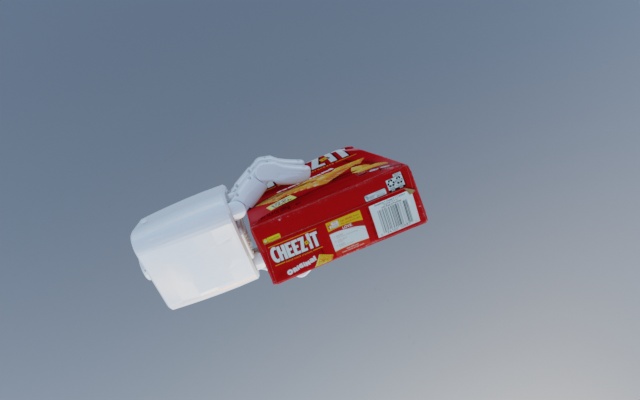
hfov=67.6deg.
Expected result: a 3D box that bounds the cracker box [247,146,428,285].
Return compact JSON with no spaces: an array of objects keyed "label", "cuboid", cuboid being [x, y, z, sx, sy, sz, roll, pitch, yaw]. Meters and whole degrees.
[{"label":"cracker box","cuboid":[0.000,0.002,0.548,0.164,0.072,0.213,-22,15,-6]}]
